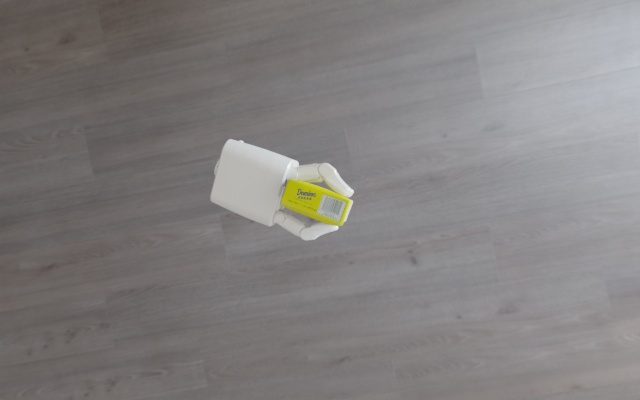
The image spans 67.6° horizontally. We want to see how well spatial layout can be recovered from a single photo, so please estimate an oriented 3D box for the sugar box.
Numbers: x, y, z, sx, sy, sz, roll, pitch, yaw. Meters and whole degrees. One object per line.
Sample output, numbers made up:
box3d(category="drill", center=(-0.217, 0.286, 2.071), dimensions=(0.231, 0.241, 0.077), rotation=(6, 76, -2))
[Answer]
box3d(category="sugar box", center=(0.000, 0.002, 0.741), dimensions=(0.093, 0.048, 0.176), rotation=(21, 4, 4))
